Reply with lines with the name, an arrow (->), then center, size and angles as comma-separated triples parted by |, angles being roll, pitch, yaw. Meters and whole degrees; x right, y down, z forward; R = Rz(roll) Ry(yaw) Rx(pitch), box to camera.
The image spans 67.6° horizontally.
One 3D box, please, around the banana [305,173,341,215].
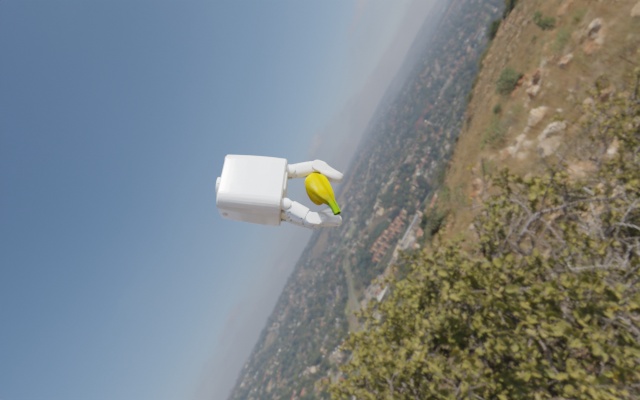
banana -> -0.005, -0.015, 0.828 | 0.037, 0.069, 0.198 | -17, 7, -5
